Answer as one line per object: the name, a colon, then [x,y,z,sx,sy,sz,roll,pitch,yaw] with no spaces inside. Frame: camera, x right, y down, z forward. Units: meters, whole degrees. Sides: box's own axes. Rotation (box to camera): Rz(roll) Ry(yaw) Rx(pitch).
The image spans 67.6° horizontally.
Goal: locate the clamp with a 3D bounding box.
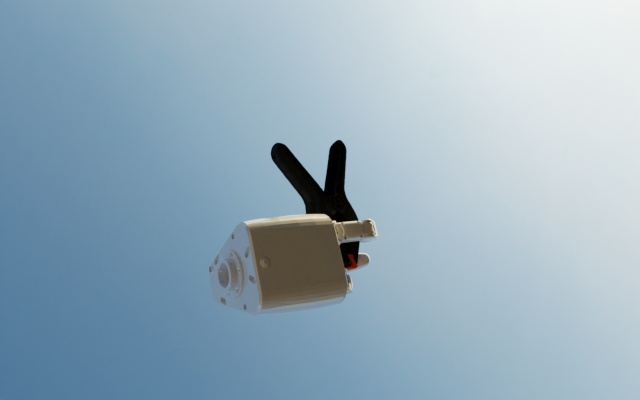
clamp: [0.000,0.002,0.576,0.120,0.171,0.039,-1,-19,-38]
